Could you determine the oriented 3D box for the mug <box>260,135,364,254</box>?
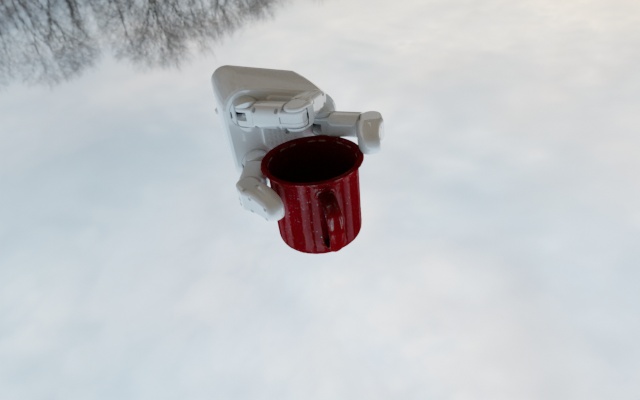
[{"bbox_3d":[0.001,0.002,0.437,0.093,0.082,0.117,-15,34,-12],"label":"mug"}]
